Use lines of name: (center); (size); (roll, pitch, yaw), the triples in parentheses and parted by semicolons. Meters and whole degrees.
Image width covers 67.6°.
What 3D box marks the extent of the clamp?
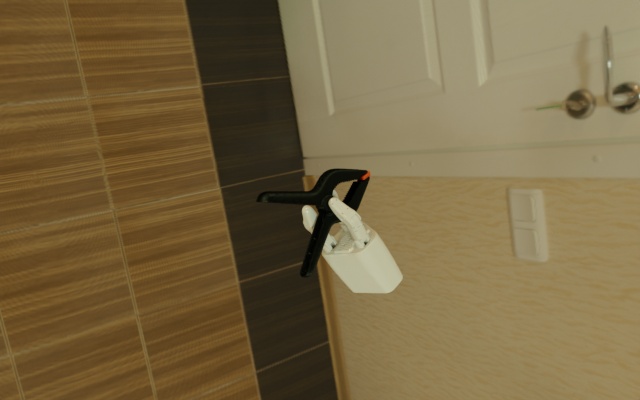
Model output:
clamp: (0.001, 0.003, 0.801); (0.210, 0.165, 0.036); (-45, 26, -21)
